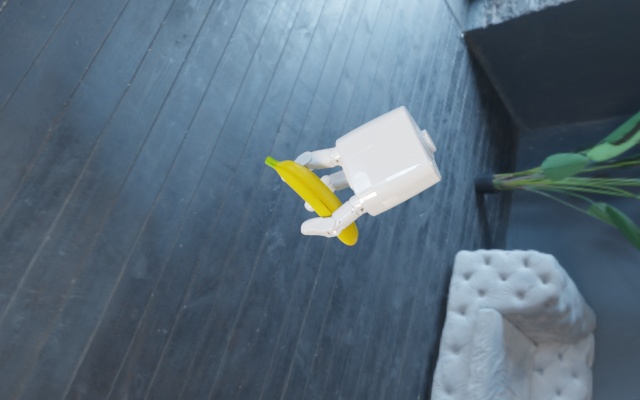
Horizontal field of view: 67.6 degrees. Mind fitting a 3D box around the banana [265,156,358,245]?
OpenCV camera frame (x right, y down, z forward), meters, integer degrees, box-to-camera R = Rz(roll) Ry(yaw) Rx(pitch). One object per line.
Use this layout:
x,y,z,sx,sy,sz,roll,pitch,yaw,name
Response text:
0.005,0.005,0.686,0.198,0.037,0.069,47,-6,-25,banana
